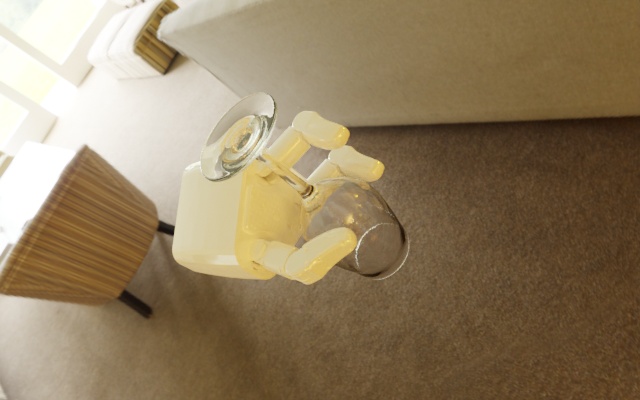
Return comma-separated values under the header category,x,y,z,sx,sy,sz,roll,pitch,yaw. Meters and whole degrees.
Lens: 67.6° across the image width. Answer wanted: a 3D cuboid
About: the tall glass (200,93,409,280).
category,x,y,z,sx,sy,sz,roll,pitch,yaw
tall glass,0.000,0.001,0.400,0.079,0.079,0.201,0,-28,43
